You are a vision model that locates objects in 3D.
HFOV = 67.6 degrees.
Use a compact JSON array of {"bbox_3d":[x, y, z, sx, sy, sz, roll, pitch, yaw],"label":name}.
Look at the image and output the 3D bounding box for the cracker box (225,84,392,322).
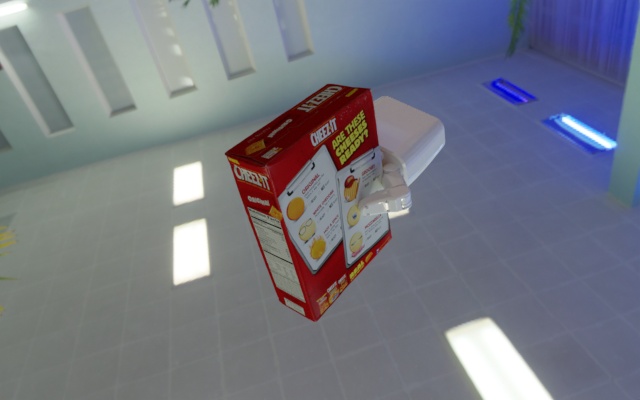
[{"bbox_3d":[0.000,0.002,0.540,0.072,0.214,0.164,18,46,38],"label":"cracker box"}]
